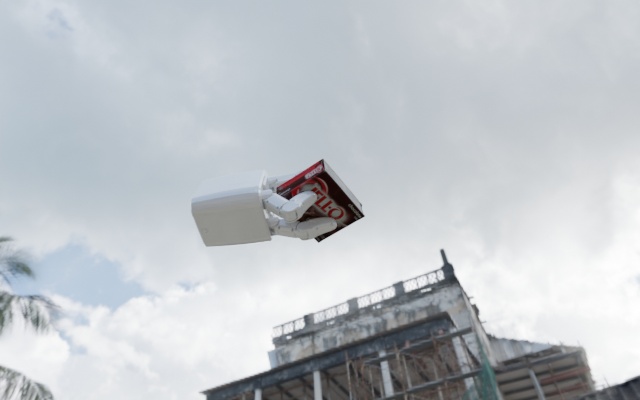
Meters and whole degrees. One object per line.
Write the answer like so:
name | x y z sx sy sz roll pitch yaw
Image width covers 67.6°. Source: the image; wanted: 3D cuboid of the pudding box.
pudding box | 0.000 0.002 0.730 0.090 0.039 0.113 -31 -54 19
